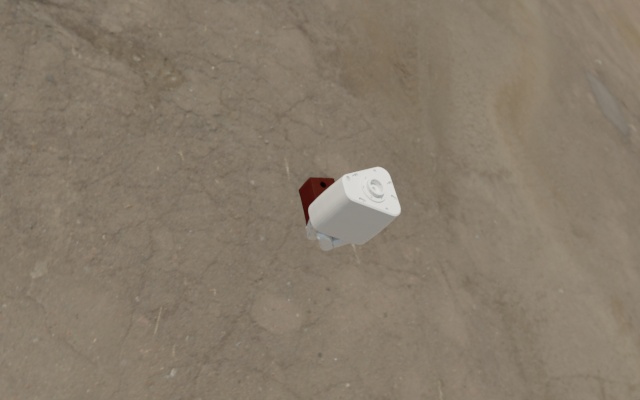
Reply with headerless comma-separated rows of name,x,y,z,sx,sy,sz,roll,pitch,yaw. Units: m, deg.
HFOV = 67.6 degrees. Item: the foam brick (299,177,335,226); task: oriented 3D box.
foam brick,0.000,0.003,0.863,0.053,0.078,0.051,0,-29,-28
